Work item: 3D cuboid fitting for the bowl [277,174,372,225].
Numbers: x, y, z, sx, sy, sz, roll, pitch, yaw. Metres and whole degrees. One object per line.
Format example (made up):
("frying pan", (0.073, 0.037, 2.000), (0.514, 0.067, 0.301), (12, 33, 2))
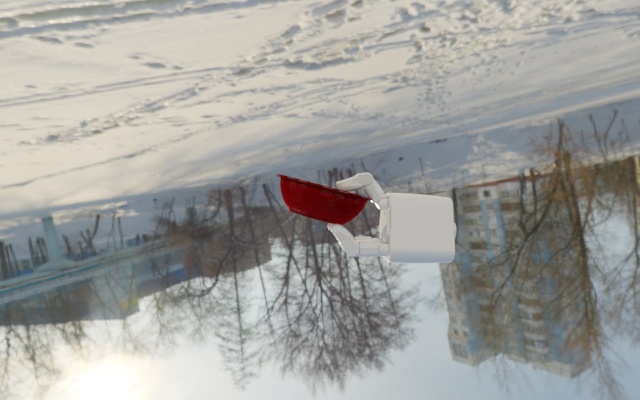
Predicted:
("bowl", (-0.001, 0.003, 0.783), (0.162, 0.055, 0.162), (15, 1, 0))
